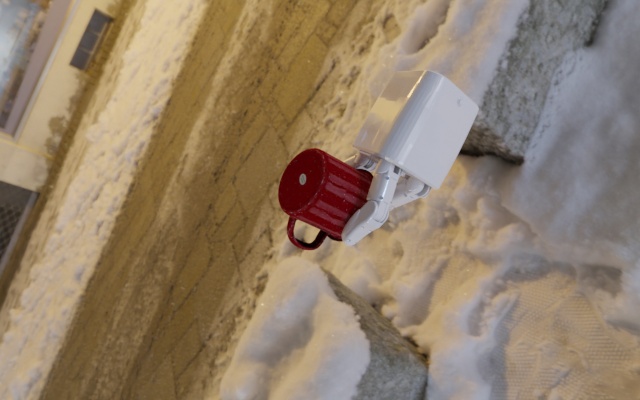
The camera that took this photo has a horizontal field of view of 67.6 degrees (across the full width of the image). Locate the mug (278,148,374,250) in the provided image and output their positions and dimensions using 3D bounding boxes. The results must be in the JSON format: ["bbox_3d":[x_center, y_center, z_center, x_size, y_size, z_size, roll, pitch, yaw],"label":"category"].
[{"bbox_3d":[-0.001,0.003,0.549,0.081,0.117,0.093,26,5,-38],"label":"mug"}]
